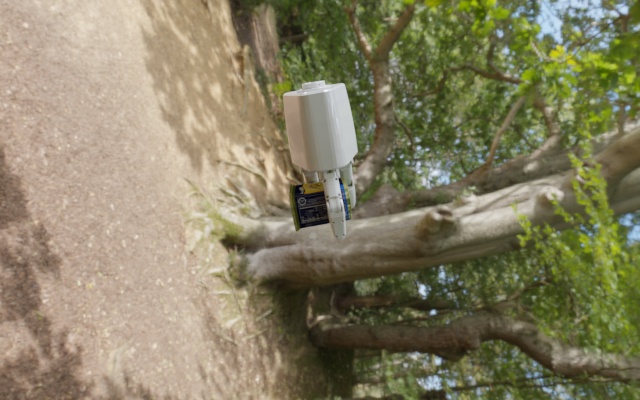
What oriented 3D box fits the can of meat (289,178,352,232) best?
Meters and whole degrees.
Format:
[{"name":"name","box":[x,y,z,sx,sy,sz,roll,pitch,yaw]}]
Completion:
[{"name":"can of meat","box":[0.000,0.002,0.710,0.084,0.057,0.102,-10,13,0]}]
